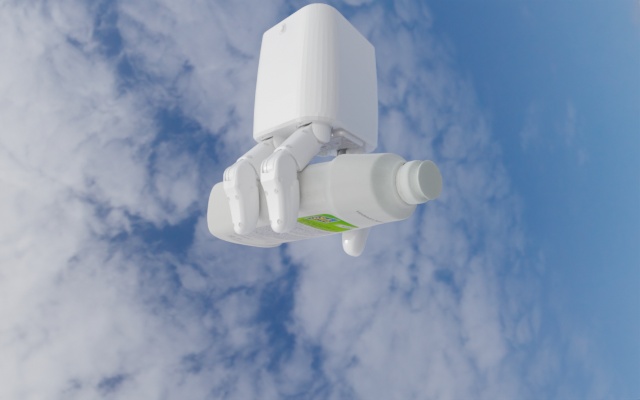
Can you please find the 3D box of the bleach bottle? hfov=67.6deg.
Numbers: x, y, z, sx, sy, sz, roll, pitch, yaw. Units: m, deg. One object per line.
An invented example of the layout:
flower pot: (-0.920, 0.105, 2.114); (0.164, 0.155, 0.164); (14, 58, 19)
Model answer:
bleach bottle: (0.000, 0.001, 0.430); (0.102, 0.068, 0.251); (12, -15, -40)
